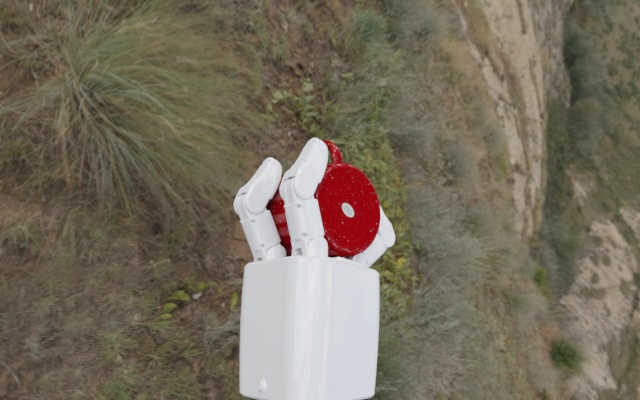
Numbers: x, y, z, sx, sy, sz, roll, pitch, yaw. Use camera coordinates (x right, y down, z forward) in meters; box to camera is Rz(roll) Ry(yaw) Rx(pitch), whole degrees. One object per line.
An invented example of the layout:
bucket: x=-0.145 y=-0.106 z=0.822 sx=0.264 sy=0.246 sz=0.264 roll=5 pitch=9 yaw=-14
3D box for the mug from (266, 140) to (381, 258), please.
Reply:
mug: x=0.000 y=0.000 z=0.437 sx=0.093 sy=0.117 sz=0.081 roll=14 pitch=-19 yaw=-39
